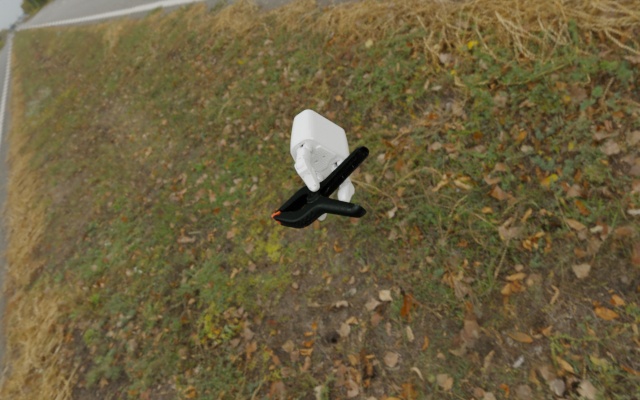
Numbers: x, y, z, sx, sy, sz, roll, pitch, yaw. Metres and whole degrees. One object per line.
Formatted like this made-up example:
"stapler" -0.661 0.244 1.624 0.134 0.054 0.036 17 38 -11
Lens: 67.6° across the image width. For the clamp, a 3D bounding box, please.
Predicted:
"clamp" -0.001 0.002 0.839 0.210 0.164 0.036 -30 -57 23
